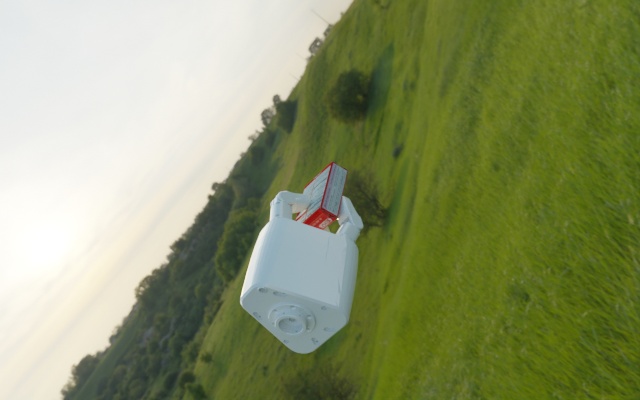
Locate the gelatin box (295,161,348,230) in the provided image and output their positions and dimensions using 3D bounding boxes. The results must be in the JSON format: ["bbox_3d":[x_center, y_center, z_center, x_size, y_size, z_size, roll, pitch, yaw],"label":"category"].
[{"bbox_3d":[0.000,0.002,0.643,0.030,0.089,0.073,29,-42,-19],"label":"gelatin box"}]
